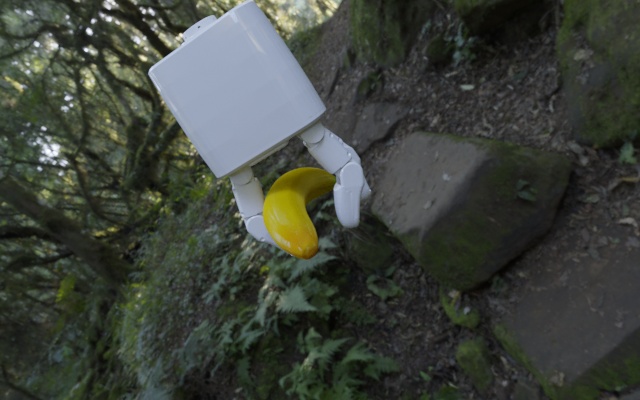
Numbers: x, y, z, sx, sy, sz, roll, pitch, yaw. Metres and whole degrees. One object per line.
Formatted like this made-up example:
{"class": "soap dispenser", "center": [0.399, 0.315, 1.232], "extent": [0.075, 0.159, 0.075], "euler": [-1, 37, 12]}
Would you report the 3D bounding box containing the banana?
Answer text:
{"class": "banana", "center": [-0.017, 0.001, 0.439], "extent": [0.069, 0.037, 0.197], "euler": [-1, 19, 13]}
